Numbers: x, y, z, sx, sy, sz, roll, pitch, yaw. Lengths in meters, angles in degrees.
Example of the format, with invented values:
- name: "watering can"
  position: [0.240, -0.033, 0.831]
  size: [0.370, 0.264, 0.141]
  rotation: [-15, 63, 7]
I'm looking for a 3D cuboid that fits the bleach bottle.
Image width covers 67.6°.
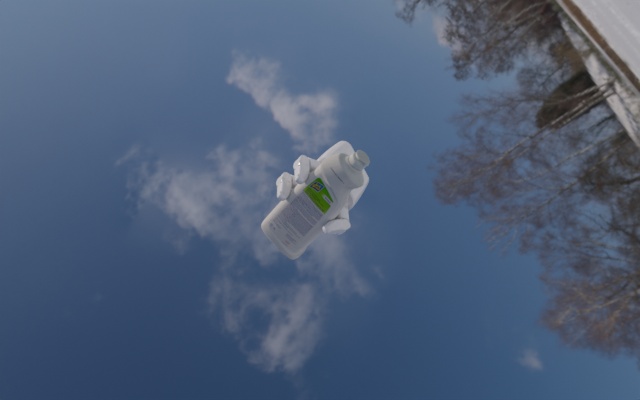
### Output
- name: "bleach bottle"
  position: [0.000, 0.003, 0.854]
  size: [0.251, 0.102, 0.068]
  rotation: [-42, 3, 36]
